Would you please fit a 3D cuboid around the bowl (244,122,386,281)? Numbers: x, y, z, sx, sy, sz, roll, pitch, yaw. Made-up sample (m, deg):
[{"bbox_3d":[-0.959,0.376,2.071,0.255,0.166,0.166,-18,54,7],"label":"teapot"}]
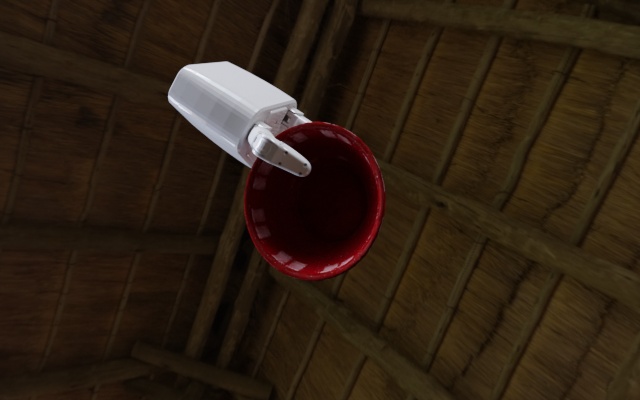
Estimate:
[{"bbox_3d":[0.001,0.003,0.507,0.162,0.162,0.055,0,-3,27],"label":"bowl"}]
